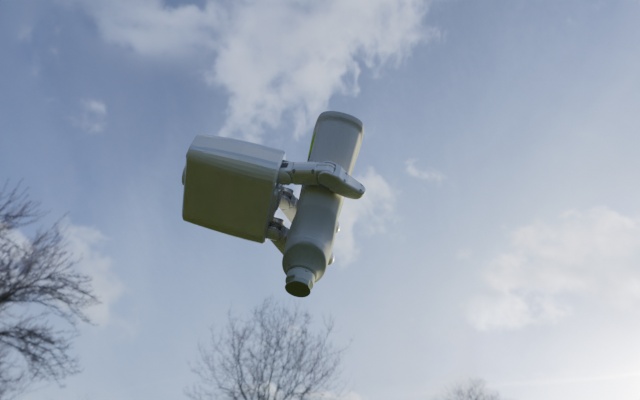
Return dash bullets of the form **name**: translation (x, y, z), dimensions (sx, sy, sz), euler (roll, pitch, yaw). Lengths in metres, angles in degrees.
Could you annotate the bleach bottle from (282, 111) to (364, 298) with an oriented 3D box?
- **bleach bottle**: translation (0.000, 0.002, 0.584), dimensions (0.068, 0.250, 0.103), euler (14, -45, 1)
